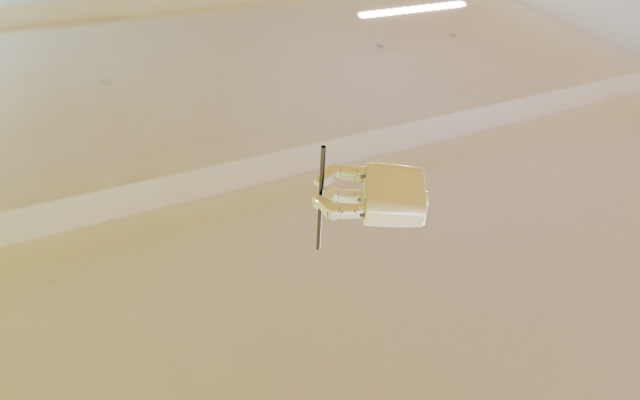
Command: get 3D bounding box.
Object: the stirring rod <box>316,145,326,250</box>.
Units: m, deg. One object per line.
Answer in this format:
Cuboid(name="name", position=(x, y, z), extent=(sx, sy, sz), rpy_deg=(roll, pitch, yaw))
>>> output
Cuboid(name="stirring rod", position=(0.000, 0.003, 0.863), extent=(0.011, 0.240, 0.011), rpy_deg=(2, 40, -1))
